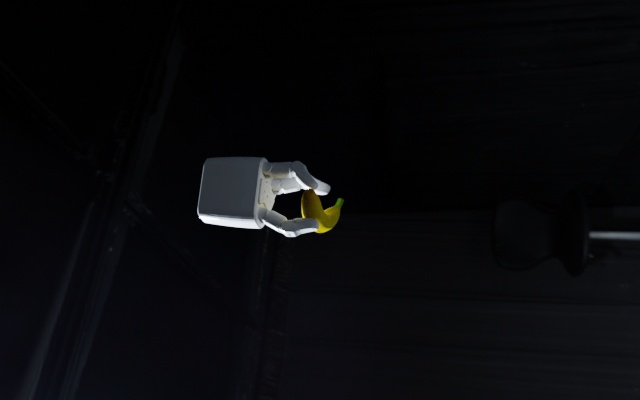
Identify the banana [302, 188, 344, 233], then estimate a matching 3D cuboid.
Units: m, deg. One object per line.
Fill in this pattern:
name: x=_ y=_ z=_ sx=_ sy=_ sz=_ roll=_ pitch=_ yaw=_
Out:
banana: x=-0.001 y=0.021 z=0.827 sx=0.037 sy=0.069 sz=0.198 roll=6 pitch=-2 yaw=16
